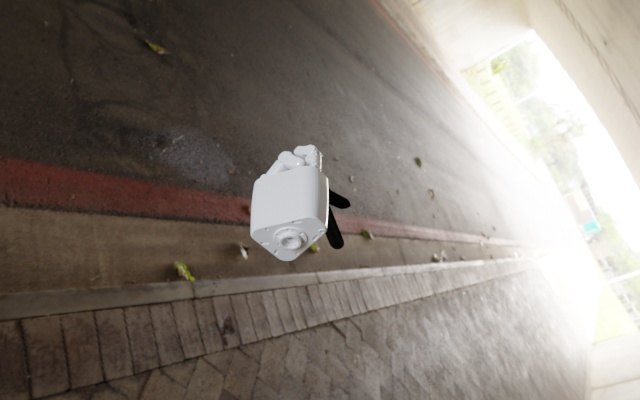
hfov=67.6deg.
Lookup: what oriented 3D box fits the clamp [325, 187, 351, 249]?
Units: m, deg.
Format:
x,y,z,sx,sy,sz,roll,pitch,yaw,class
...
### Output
x,y,z,sx,sy,sz,roll,pitch,yaw,class
0.001,0.002,0.828,0.039,0.120,0.171,-27,-50,25,clamp
